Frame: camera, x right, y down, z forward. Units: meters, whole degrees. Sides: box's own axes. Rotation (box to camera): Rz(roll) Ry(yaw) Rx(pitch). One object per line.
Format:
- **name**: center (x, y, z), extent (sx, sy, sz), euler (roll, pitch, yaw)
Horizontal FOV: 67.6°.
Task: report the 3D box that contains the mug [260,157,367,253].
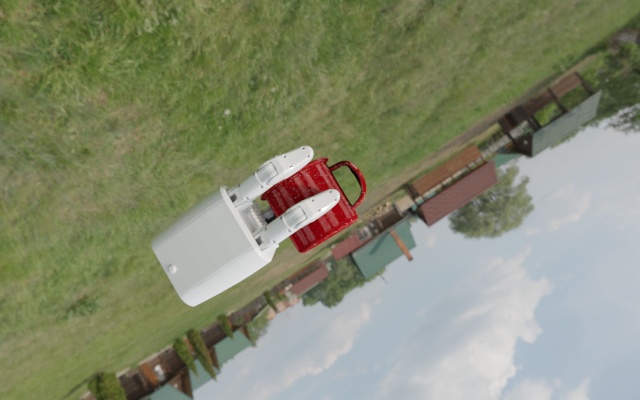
- **mug**: center (0.001, 0.001, 0.554), extent (0.117, 0.081, 0.093), euler (-33, -5, 11)
